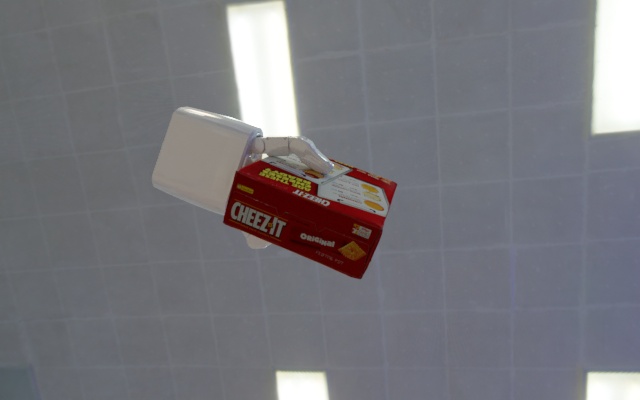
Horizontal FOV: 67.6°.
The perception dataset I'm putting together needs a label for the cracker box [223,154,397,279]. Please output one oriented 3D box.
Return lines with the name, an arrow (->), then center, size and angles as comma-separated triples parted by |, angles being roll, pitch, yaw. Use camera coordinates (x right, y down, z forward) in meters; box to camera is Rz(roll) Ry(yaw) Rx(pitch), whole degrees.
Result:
cracker box -> 0.000, 0.002, 0.589 | 0.164, 0.072, 0.213 | 21, 18, 7
